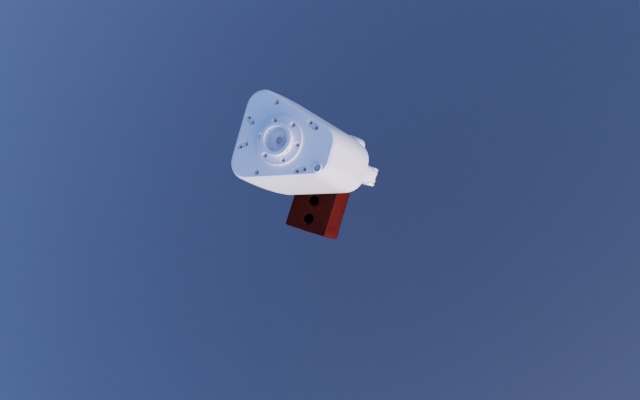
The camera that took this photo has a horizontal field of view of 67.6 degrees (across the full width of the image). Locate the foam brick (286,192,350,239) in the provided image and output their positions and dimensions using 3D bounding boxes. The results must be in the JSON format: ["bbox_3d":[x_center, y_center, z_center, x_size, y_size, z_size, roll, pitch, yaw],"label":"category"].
[{"bbox_3d":[0.000,0.002,0.578,0.053,0.078,0.051,17,1,20],"label":"foam brick"}]
